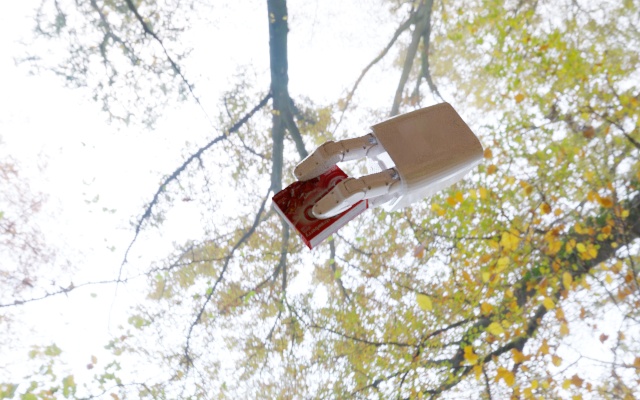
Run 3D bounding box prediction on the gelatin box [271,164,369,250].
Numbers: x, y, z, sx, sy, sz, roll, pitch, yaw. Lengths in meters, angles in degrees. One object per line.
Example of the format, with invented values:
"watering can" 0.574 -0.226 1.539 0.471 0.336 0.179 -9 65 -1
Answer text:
"gelatin box" 0.000 0.002 0.551 0.089 0.073 0.030 -36 -26 -13
